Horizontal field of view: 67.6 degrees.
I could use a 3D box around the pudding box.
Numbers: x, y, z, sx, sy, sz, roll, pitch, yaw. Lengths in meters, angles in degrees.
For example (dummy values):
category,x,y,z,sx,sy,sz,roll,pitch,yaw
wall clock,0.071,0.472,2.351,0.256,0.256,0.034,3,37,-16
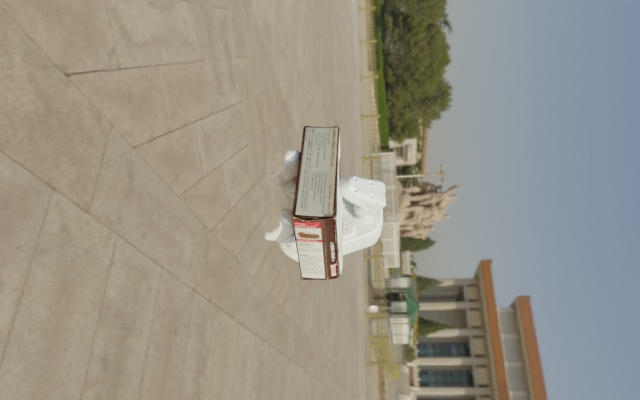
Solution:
category,x,y,z,sx,sy,sz,roll,pitch,yaw
pudding box,0.000,0.001,0.432,0.039,0.113,0.090,-2,-42,4
